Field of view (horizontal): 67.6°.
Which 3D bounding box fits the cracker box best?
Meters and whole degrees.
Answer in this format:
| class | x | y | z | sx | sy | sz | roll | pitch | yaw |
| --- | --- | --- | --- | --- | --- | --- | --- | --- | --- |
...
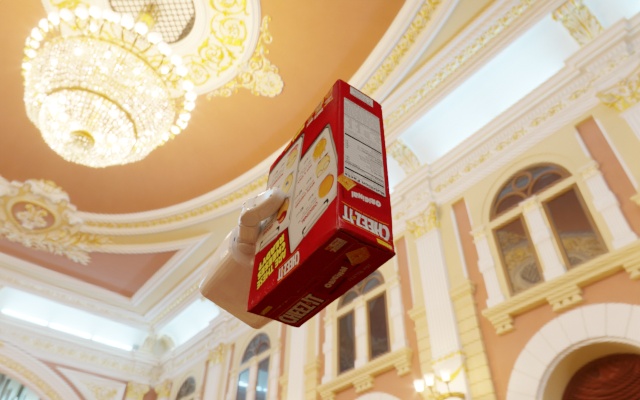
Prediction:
| class | x | y | z | sx | sy | sz | roll | pitch | yaw |
| --- | --- | --- | --- | --- | --- | --- | --- | --- | --- |
| cracker box | 0.000 | 0.001 | 0.509 | 0.072 | 0.213 | 0.164 | 24 | -47 | -23 |
